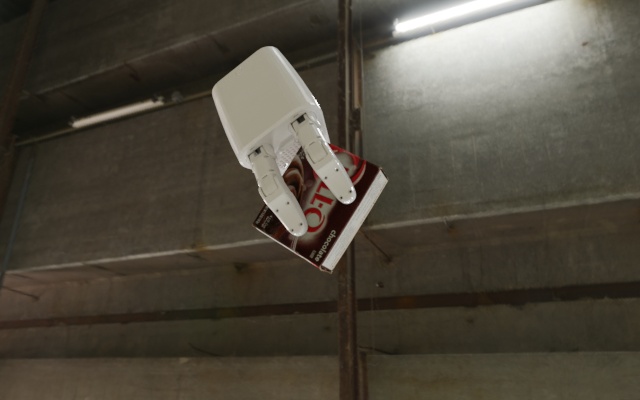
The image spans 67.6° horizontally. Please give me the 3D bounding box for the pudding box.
[{"bbox_3d":[0.000,0.002,0.474,0.090,0.113,0.039,28,-4,30],"label":"pudding box"}]
